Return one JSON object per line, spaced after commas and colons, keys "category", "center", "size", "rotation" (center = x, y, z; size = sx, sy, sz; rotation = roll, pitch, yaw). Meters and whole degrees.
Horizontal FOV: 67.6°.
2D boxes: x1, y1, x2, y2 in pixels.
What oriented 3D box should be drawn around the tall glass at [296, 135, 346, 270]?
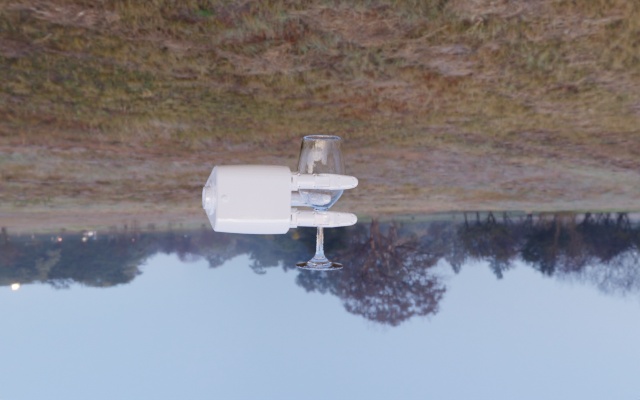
{"category": "tall glass", "center": [0.000, 0.003, 0.739], "size": [0.079, 0.201, 0.079], "rotation": [1, 1, 0]}
